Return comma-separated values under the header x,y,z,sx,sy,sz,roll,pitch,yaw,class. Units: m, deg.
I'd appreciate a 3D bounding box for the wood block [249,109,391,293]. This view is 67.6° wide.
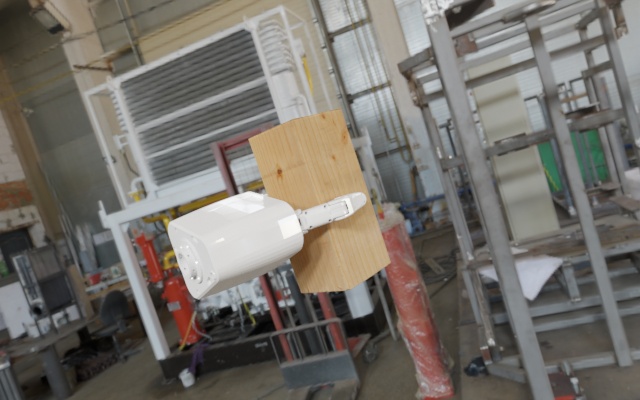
x,y,z,sx,sy,sz,roll,pitch,yaw,class
0.000,0.002,0.600,0.091,0.206,0.090,-14,6,44,wood block
